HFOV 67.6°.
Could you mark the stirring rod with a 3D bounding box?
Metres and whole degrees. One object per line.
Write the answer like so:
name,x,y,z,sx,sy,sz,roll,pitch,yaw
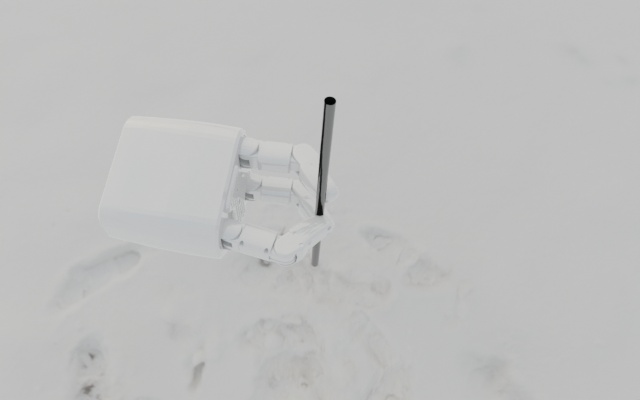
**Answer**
stirring rod,0.000,0.001,0.409,0.011,0.011,0.240,0,-33,-4
